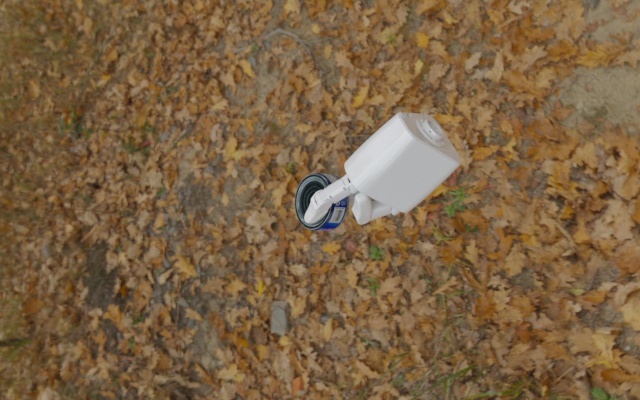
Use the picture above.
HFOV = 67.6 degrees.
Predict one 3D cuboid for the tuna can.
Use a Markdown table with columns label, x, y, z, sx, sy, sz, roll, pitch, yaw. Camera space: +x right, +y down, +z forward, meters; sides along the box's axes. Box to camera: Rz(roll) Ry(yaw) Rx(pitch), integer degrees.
| label | x | y | z | sx | sy | sz | roll | pitch | yaw |
| --- | --- | --- | --- | --- | --- | --- | --- | --- | --- |
| tuna can | 0.000 | 0.002 | 0.708 | 0.034 | 0.086 | 0.086 | 4 | -3 | -42 |
